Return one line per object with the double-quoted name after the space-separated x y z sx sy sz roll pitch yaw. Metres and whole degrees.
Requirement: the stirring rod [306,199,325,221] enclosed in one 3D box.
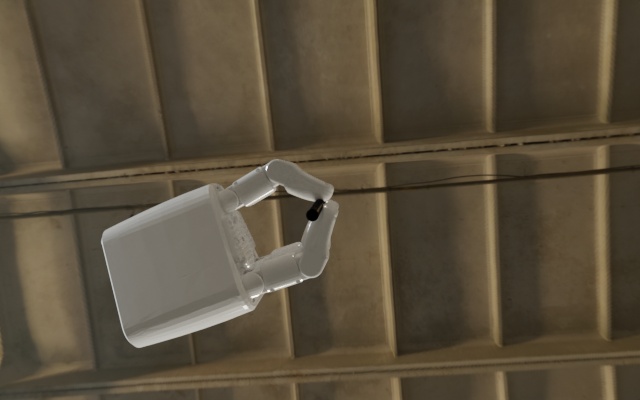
0.000 0.001 0.422 0.011 0.011 0.239 0 4 2 "stirring rod"
